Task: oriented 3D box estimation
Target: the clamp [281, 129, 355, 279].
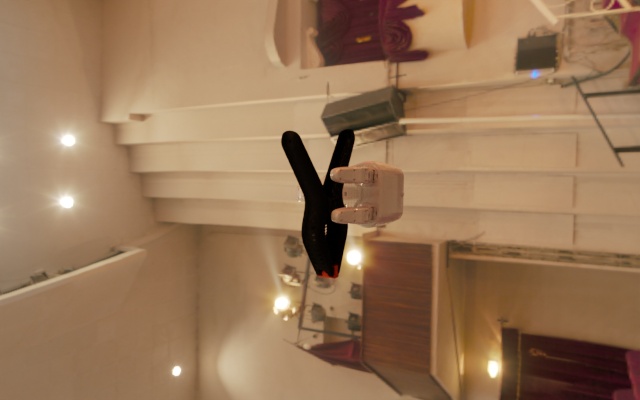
[{"bbox_3d":[0.000,0.003,0.638,0.036,0.210,0.164,2,2,32],"label":"clamp"}]
